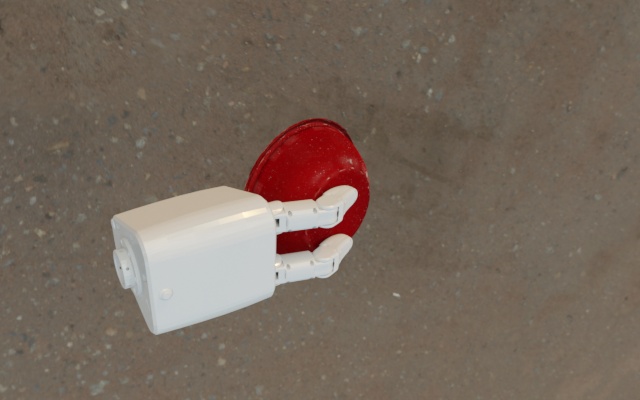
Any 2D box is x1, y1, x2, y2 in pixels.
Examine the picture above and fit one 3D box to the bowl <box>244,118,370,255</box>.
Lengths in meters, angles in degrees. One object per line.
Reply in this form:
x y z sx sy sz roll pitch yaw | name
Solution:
0.001 0.001 0.487 0.055 0.162 0.162 28 18 38 | bowl
